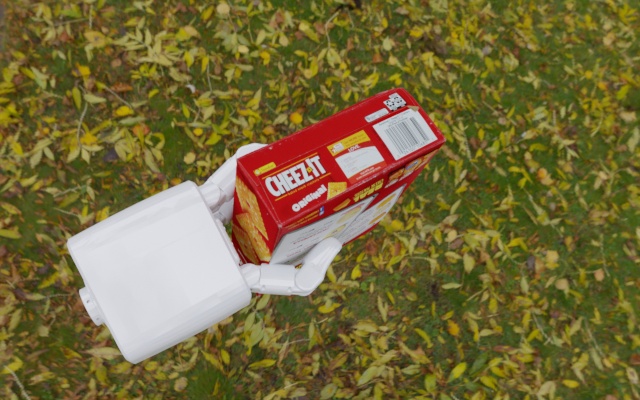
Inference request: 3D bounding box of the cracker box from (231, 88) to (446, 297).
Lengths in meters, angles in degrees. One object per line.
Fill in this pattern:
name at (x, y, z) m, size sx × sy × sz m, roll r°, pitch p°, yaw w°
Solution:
cracker box at (0.000, 0.002, 0.461) m, size 0.164 × 0.072 × 0.214 m, roll -28°, pitch -15°, yaw -22°
